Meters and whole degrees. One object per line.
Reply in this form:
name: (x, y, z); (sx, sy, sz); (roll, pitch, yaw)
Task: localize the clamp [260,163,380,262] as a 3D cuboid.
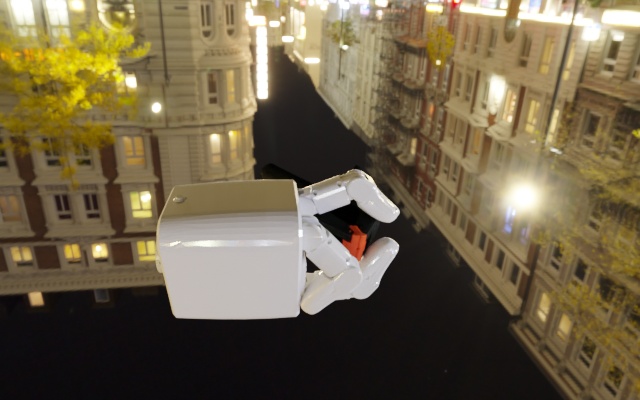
clamp: (0.000, 0.002, 0.474); (0.120, 0.039, 0.171); (-1, 24, -6)
